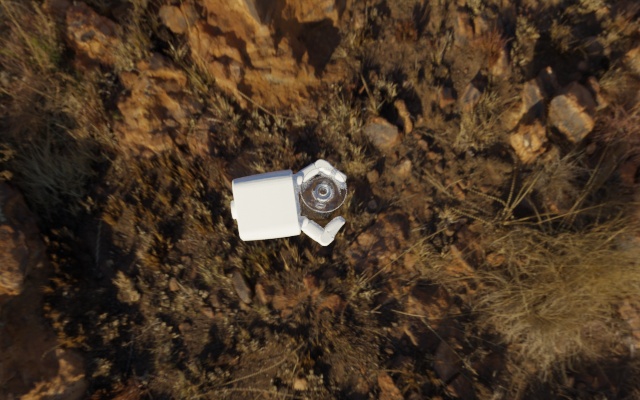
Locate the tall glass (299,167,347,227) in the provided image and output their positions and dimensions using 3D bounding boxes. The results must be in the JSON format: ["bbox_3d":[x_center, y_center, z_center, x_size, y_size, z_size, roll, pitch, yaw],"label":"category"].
[{"bbox_3d":[0.000,0.003,0.854,0.079,0.079,0.201,0,-12,-2],"label":"tall glass"}]
